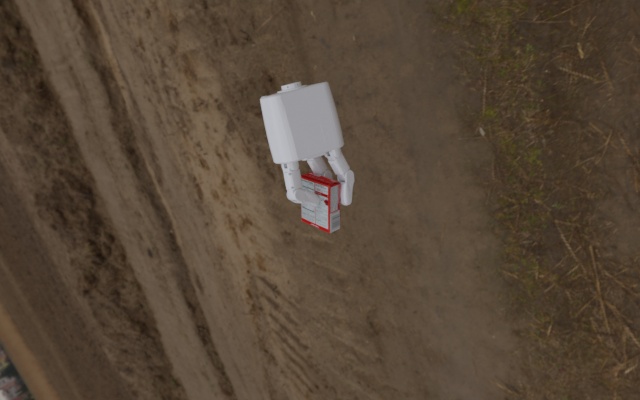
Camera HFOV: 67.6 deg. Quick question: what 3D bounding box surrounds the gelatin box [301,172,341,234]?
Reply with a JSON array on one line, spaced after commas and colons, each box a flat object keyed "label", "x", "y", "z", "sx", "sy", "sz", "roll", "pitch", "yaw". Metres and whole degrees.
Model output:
[{"label": "gelatin box", "x": 0.000, "y": 0.003, "z": 0.818, "sx": 0.030, "sy": 0.089, "sz": 0.073, "roll": -20, "pitch": 29, "yaw": -40}]
